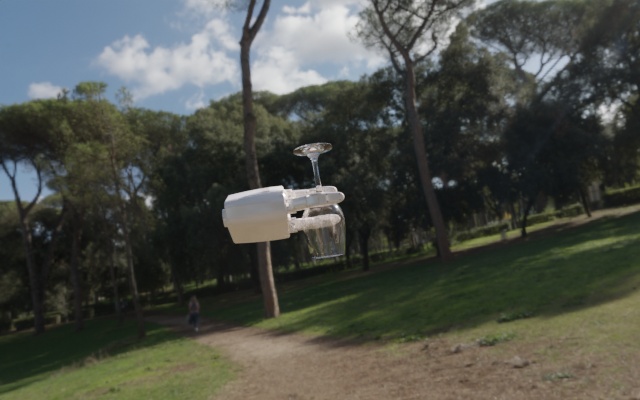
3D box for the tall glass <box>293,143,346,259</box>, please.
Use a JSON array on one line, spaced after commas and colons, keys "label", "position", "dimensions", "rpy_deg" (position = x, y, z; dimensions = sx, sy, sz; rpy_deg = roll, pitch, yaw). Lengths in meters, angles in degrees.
[{"label": "tall glass", "position": [0.000, 0.002, 0.864], "dimensions": [0.079, 0.201, 0.079], "rpy_deg": [-9, -8, -1]}]
